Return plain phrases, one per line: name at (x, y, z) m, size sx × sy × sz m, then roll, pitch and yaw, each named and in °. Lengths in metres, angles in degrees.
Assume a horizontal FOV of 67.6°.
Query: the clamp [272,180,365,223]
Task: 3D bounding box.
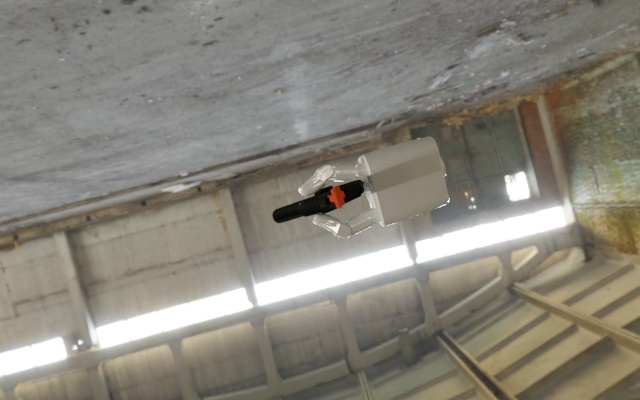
clamp at (0.001, 0.003, 0.718) m, size 0.164 × 0.036 × 0.210 m, roll -21°, pitch 1°, yaw -1°
